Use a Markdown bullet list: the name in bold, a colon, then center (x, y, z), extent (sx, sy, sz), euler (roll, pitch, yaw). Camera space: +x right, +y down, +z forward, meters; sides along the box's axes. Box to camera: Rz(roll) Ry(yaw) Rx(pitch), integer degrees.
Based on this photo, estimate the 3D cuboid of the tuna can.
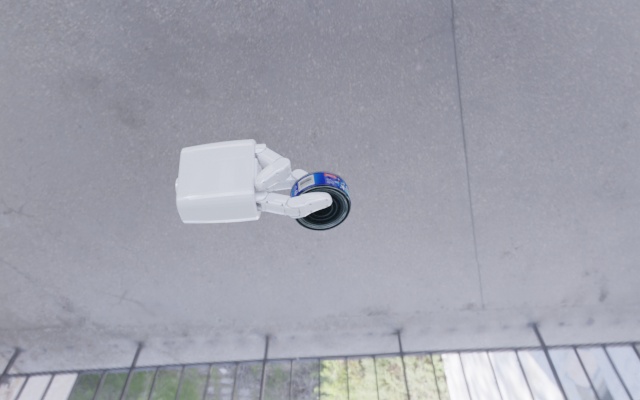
- **tuna can**: center (0.000, 0.003, 0.677), extent (0.086, 0.086, 0.033), euler (0, 39, -7)
